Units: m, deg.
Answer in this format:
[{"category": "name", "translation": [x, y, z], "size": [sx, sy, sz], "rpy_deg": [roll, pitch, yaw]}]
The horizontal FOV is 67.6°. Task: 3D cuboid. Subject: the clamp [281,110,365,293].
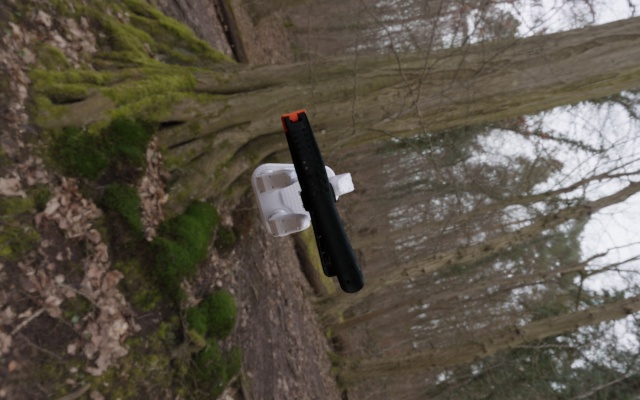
[{"category": "clamp", "translation": [0.001, 0.001, 0.532], "size": [0.036, 0.210, 0.164], "rpy_deg": [-17, 6, -8]}]
